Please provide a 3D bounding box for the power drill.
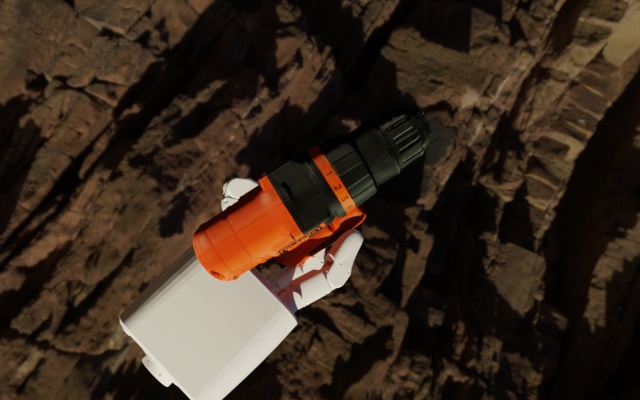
[{"bbox_3d":[0.000,0.002,0.401,0.184,0.057,0.188,-31,-10,0],"label":"power drill"}]
